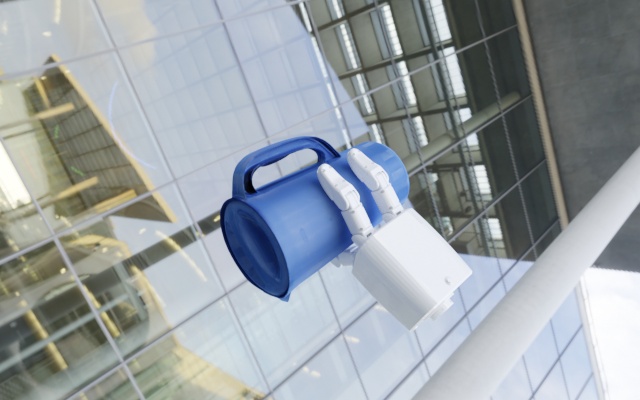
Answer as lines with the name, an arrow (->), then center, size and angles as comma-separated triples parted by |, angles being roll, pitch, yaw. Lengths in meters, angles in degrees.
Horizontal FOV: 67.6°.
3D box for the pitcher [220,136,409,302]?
pitcher -> 0.000, 0.002, 0.617 | 0.242, 0.145, 0.149 | -30, -22, -34
